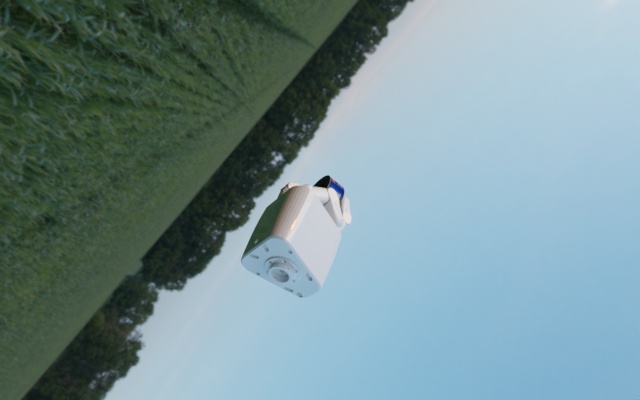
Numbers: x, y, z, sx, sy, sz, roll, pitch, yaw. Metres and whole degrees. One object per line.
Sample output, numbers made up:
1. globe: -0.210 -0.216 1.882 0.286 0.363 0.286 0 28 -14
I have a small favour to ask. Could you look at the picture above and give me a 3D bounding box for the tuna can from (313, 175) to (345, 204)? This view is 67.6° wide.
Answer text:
1. tuna can: 0.001 0.003 0.777 0.034 0.086 0.086 37 -12 -16
